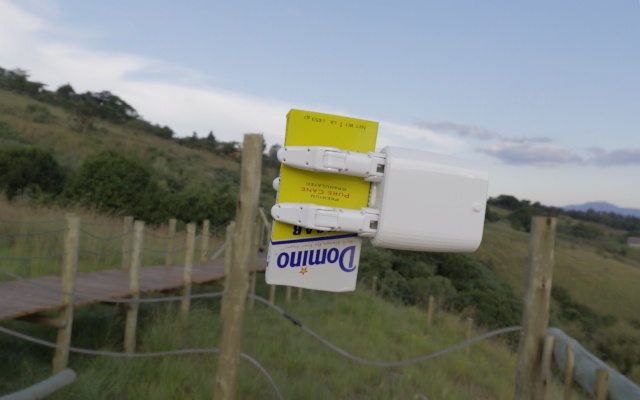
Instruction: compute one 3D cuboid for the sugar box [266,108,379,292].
[{"bbox_3d":[0.000,0.002,0.490,0.093,0.176,0.048,7,0,-8],"label":"sugar box"}]
